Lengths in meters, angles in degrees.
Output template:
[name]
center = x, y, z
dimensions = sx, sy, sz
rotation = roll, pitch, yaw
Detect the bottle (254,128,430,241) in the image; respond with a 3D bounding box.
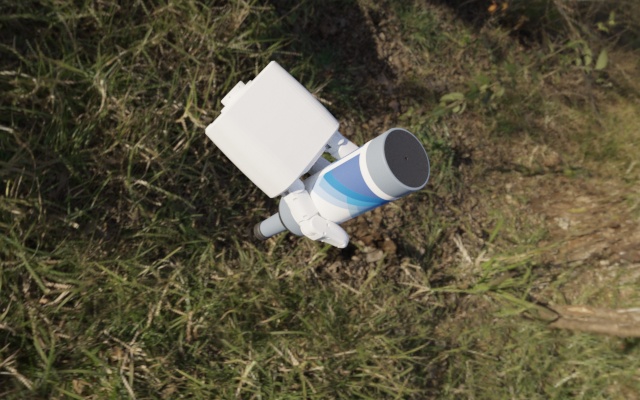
[bottle]
center = 0.000, 0.002, 0.583
dimensions = 0.069, 0.069, 0.296
rotation = 0, -17, -37
